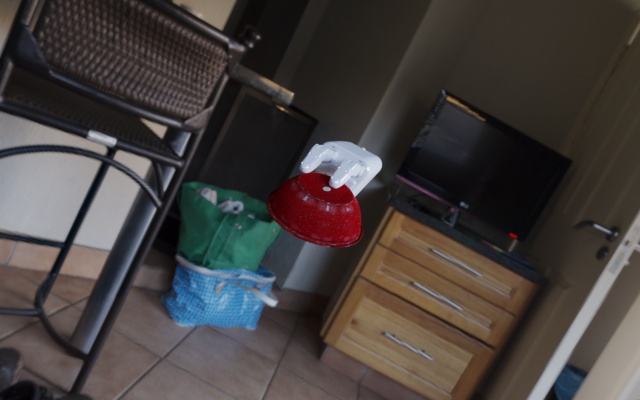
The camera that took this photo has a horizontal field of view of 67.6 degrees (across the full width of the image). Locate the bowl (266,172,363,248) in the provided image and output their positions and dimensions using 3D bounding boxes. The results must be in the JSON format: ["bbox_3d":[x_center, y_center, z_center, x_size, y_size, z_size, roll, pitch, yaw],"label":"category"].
[{"bbox_3d":[0.000,0.003,0.741,0.162,0.055,0.162,17,28,-9],"label":"bowl"}]
